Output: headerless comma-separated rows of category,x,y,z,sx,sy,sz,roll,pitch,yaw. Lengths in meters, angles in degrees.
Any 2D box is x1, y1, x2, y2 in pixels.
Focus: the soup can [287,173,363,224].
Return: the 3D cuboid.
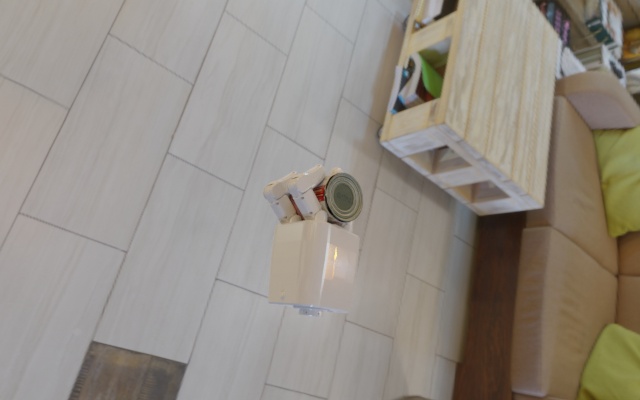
soup can,0.000,0.002,0.658,0.068,0.068,0.102,0,-7,-40
